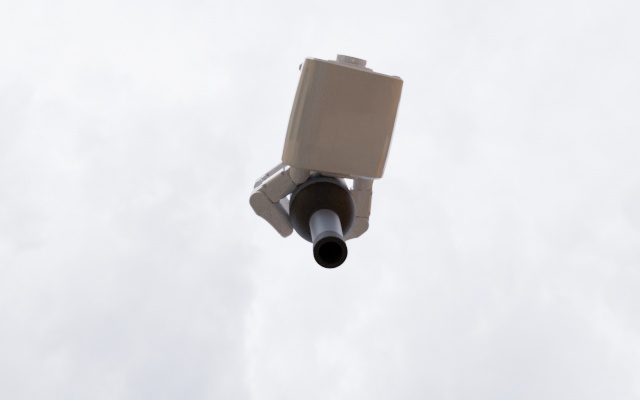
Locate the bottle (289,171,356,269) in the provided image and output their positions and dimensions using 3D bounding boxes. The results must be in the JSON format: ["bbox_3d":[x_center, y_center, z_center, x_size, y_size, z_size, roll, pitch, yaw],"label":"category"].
[{"bbox_3d":[0.000,0.002,0.507,0.069,0.069,0.295,0,15,-3],"label":"bottle"}]
